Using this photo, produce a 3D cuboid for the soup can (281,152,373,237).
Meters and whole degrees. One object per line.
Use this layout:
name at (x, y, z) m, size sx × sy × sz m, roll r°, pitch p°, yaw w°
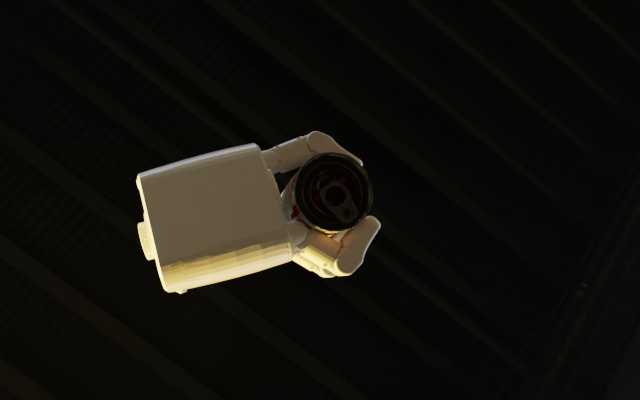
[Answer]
soup can at (0.000, 0.001, 0.444) m, size 0.068 × 0.068 × 0.102 m, roll 0°, pitch -10°, yaw -13°
